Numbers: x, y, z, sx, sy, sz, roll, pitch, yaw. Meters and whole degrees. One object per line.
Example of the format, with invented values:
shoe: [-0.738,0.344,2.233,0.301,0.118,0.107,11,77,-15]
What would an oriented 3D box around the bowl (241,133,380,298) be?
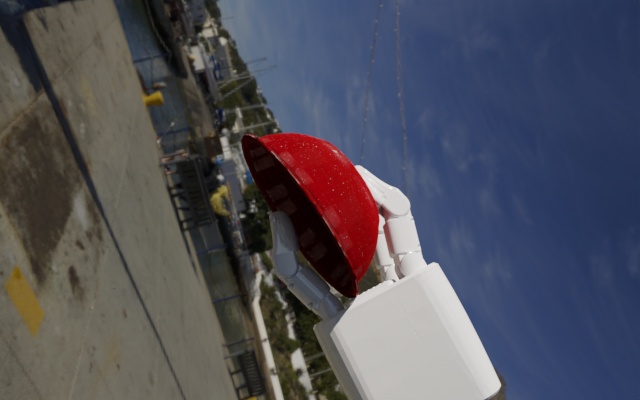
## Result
bowl: [0.000,0.000,0.404,0.055,0.162,0.162,-35,10,-14]
